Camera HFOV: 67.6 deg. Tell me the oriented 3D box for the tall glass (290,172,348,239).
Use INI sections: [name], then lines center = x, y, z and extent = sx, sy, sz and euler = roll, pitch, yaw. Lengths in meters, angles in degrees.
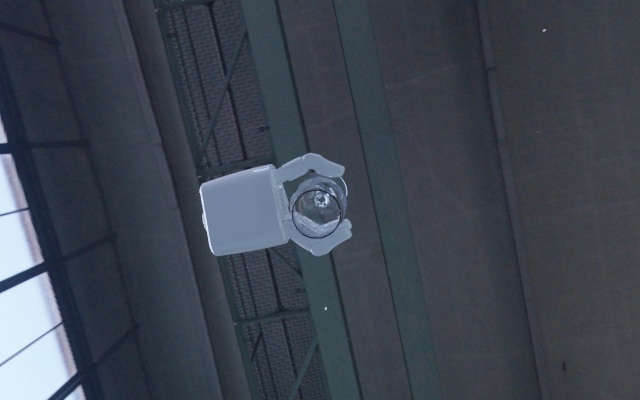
[tall glass]
center = 0.000, 0.002, 0.679
extent = 0.079, 0.079, 0.201
euler = 0, 8, 3
